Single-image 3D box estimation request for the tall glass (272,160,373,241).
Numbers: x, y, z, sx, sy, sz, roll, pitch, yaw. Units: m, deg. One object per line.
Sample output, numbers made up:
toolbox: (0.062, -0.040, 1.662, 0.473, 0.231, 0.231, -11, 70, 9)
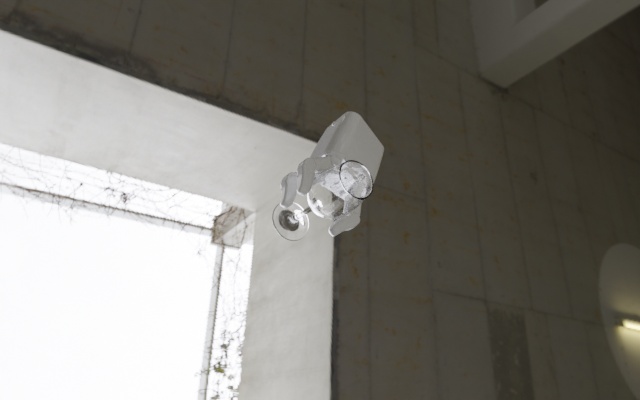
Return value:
tall glass: (0.000, 0.003, 0.773, 0.079, 0.079, 0.201, 0, -19, -34)
